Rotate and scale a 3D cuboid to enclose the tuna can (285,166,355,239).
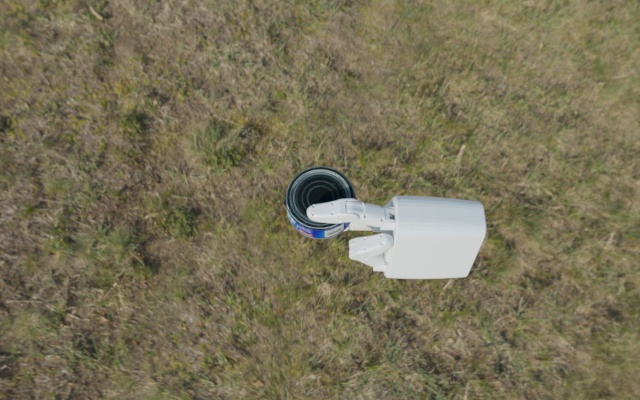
[{"bbox_3d":[0.000,0.002,0.585,0.086,0.086,0.034,0,-23,1],"label":"tuna can"}]
